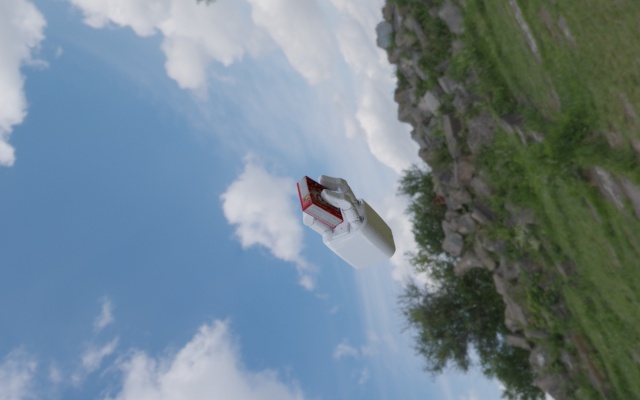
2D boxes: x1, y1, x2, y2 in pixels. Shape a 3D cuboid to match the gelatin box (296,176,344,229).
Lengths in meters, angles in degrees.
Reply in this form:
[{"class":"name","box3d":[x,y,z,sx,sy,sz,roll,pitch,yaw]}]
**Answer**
[{"class":"gelatin box","box3d":[0.000,0.003,0.894,0.030,0.073,0.089,-39,-48,25]}]
